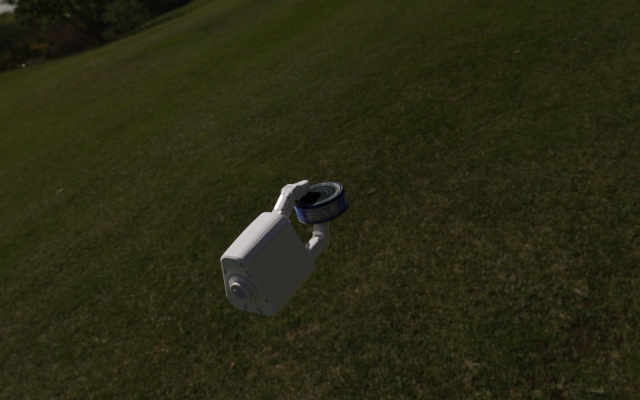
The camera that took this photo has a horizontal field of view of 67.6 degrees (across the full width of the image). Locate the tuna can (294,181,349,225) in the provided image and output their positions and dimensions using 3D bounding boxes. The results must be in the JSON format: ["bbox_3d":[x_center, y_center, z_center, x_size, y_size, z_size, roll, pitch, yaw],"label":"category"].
[{"bbox_3d":[0.000,0.002,0.767,0.086,0.034,0.086,-14,24,7],"label":"tuna can"}]
